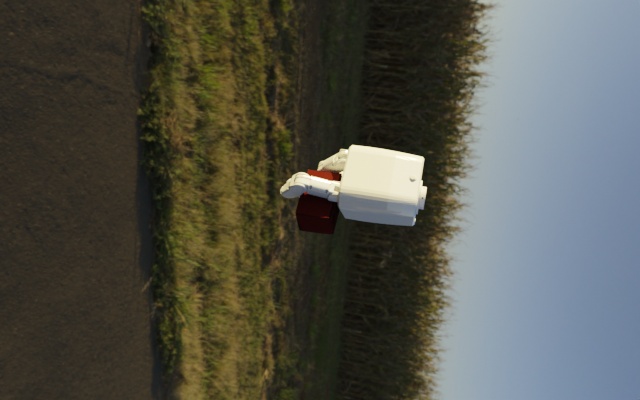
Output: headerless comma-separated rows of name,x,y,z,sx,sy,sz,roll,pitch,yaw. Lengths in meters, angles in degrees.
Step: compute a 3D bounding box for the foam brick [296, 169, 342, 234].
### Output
foam brick,0.000,0.003,0.690,0.051,0.078,0.053,9,-28,11
